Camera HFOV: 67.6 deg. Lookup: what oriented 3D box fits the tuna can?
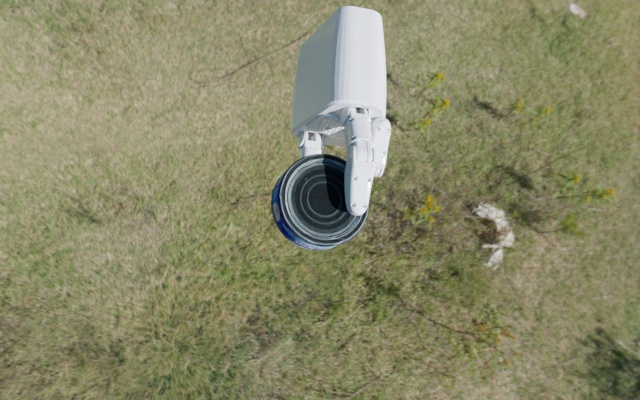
[{"bbox_3d":[0.000,0.001,0.434,0.086,0.086,0.034,0,-11,-17],"label":"tuna can"}]
